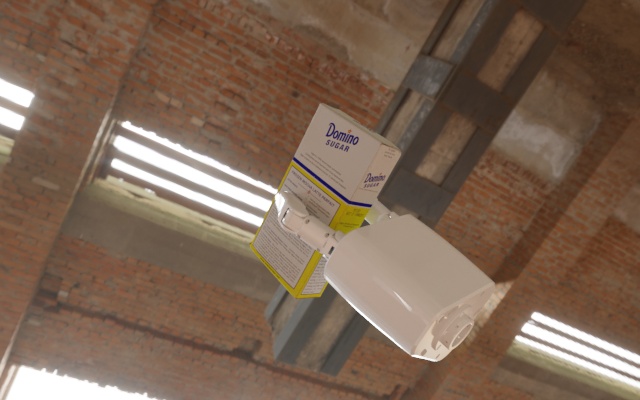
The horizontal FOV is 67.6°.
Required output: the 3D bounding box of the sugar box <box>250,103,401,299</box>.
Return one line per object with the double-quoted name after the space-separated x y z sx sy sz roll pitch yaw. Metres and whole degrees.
0.000 0.002 0.486 0.048 0.176 0.093 12 23 -51 "sugar box"
